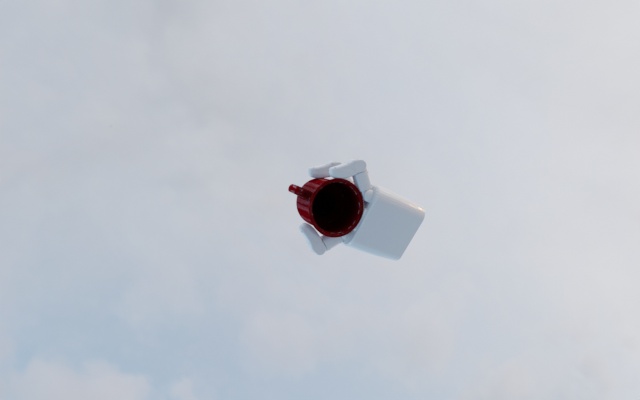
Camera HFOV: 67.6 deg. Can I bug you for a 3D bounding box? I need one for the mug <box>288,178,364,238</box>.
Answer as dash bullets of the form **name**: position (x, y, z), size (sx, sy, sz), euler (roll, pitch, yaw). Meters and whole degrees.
- **mug**: position (-0.001, 0.002, 0.768), size (0.117, 0.093, 0.081), euler (22, -1, -24)
